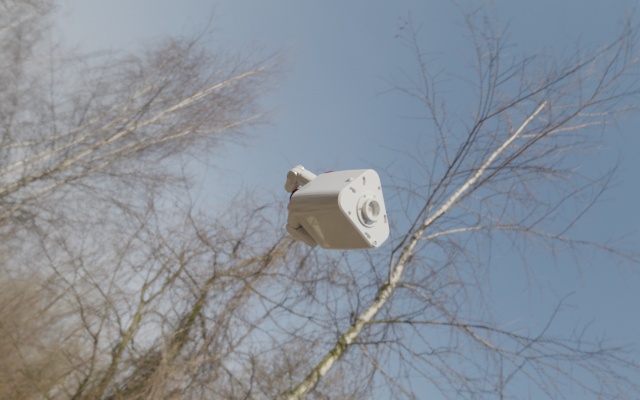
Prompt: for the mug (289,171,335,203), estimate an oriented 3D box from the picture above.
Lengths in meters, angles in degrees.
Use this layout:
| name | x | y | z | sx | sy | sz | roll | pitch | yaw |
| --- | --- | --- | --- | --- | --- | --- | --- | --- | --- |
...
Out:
| name | x | y | z | sx | sy | sz | roll | pitch | yaw |
| --- | --- | --- | --- | --- | --- | --- | --- | --- | --- |
| mug | -0.001 | 0.003 | 0.826 | 0.117 | 0.093 | 0.081 | -3 | 27 | 49 |
